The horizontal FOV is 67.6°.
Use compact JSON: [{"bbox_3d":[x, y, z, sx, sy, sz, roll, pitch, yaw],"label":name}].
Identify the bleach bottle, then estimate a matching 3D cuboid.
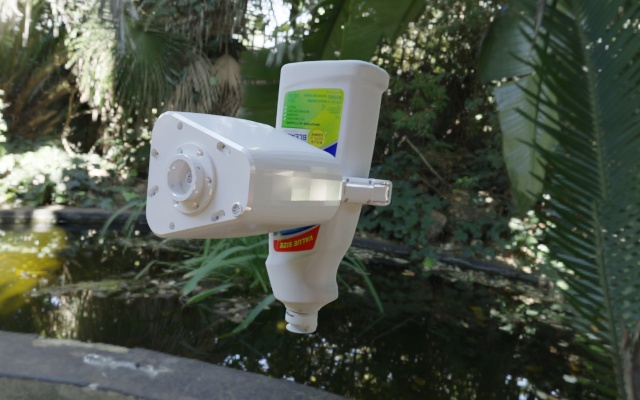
[{"bbox_3d":[0.000,0.001,0.453,0.102,0.251,0.068,8,4,33],"label":"bleach bottle"}]
